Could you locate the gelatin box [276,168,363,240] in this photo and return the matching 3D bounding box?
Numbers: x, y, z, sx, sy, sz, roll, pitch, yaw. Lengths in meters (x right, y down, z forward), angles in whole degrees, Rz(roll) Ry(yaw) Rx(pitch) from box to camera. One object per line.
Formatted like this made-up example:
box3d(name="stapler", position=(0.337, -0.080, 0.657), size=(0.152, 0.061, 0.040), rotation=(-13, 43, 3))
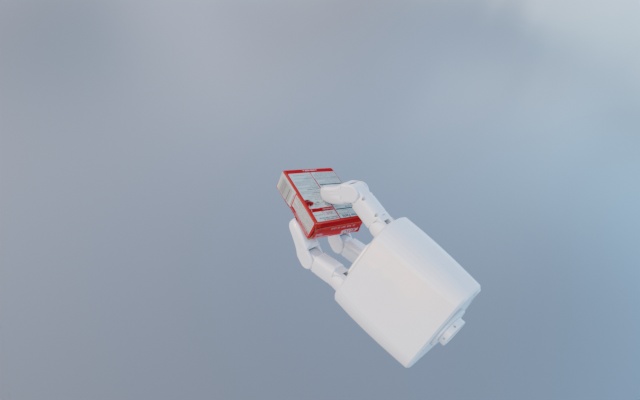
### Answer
box3d(name="gelatin box", position=(0.000, 0.001, 0.563), size=(0.073, 0.089, 0.030), rotation=(-7, -40, -36))
